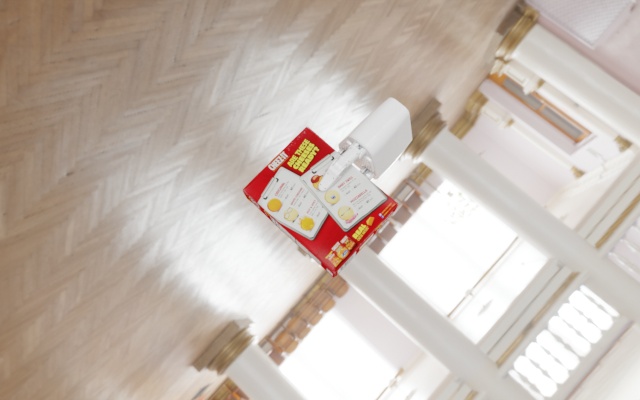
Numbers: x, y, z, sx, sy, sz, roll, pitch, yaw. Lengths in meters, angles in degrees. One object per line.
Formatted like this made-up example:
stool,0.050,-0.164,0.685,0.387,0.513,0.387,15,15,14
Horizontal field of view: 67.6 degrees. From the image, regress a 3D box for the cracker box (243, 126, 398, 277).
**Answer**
cracker box,0.000,0.003,0.833,0.213,0.164,0.072,41,-13,12
